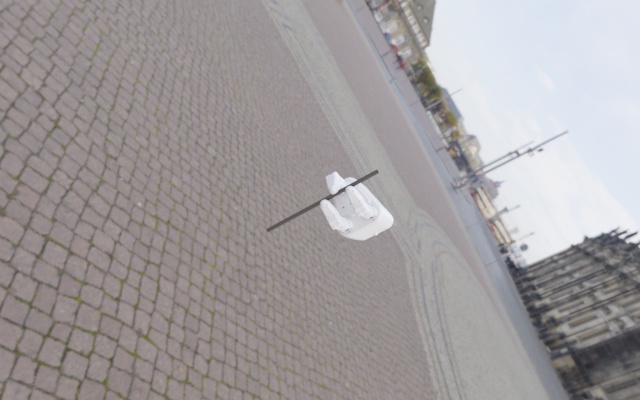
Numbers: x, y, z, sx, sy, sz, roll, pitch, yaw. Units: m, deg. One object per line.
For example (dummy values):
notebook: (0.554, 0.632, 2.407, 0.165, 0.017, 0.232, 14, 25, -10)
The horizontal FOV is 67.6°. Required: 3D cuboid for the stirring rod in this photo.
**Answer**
stirring rod: (0.000, 0.003, 0.882, 0.239, 0.011, 0.011, -28, -9, 16)
